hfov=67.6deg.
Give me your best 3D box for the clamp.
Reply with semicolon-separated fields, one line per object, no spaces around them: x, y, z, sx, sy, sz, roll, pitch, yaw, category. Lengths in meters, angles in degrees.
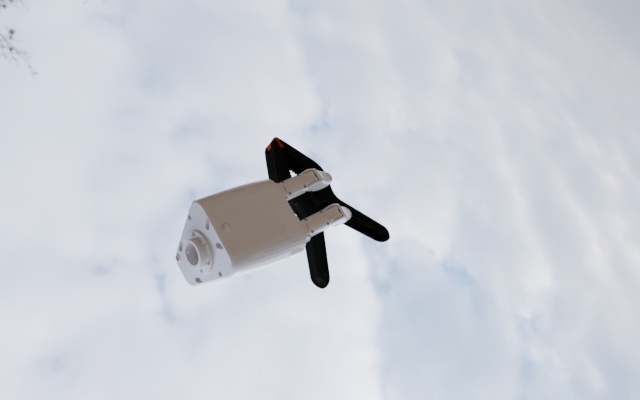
-0.001;0.002;0.647;0.164;0.210;0.036;-17;-20;-47;clamp
